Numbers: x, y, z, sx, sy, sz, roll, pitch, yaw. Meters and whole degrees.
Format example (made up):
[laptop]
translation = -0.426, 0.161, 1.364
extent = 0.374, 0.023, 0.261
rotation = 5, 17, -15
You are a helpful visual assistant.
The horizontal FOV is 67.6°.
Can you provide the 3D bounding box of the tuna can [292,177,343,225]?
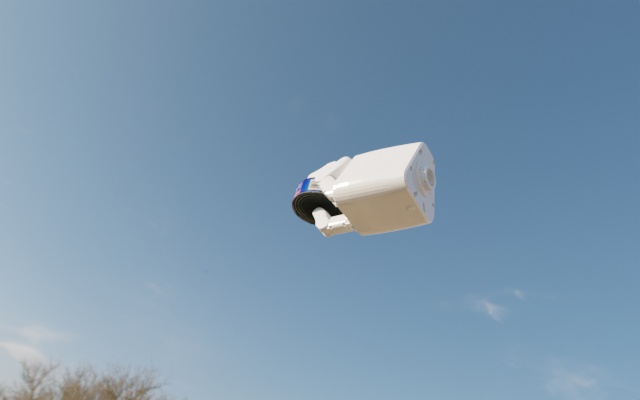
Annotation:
[tuna can]
translation = 0.000, 0.002, 0.752
extent = 0.086, 0.033, 0.086
rotation = 9, -38, 7
